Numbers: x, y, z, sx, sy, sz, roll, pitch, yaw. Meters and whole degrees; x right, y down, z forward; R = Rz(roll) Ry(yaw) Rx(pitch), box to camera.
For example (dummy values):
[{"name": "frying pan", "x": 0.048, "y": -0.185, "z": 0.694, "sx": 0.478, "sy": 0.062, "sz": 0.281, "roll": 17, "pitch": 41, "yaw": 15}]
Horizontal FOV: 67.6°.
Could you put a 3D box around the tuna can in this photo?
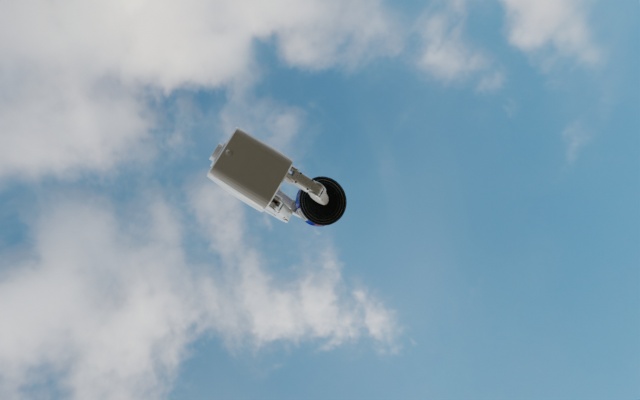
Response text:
[{"name": "tuna can", "x": 0.000, "y": 0.003, "z": 0.837, "sx": 0.086, "sy": 0.086, "sz": 0.034, "roll": 0, "pitch": -8, "yaw": -17}]
